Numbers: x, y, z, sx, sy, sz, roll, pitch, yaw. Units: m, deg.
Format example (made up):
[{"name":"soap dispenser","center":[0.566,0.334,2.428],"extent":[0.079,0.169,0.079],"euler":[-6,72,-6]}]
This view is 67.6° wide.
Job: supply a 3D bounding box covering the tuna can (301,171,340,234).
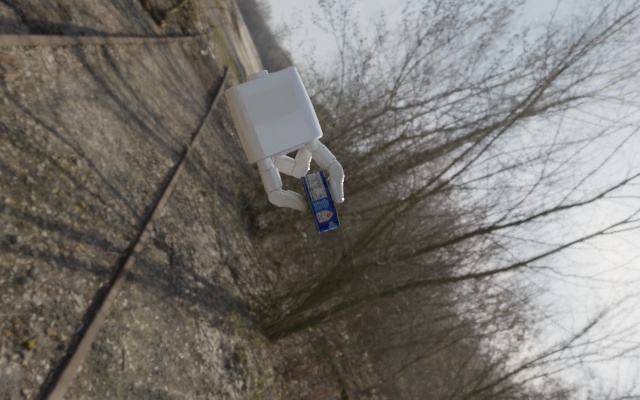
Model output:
[{"name":"tuna can","center":[0.001,0.002,0.682],"extent":[0.034,0.086,0.086],"euler":[-18,0,0]}]
